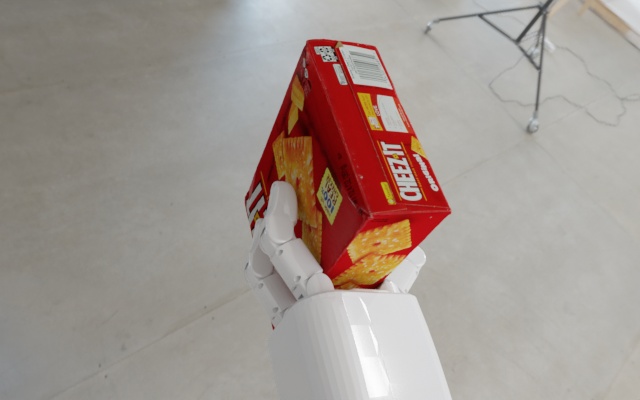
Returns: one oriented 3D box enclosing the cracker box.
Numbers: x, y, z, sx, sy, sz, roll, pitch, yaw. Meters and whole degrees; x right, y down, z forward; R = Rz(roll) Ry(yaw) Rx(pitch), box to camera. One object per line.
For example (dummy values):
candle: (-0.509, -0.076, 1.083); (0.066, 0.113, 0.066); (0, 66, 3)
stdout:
cracker box: (0.000, 0.001, 0.407); (0.072, 0.164, 0.214); (-1, -34, -25)
